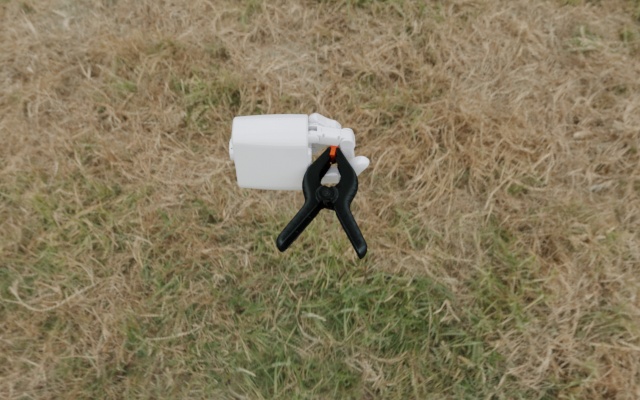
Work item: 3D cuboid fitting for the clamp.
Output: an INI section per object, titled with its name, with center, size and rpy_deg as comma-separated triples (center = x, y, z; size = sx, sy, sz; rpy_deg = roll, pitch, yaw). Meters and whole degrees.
[clamp]
center = 0.000, 0.002, 0.659
size = 0.120, 0.171, 0.039
rpy_deg = -1, -30, 0
